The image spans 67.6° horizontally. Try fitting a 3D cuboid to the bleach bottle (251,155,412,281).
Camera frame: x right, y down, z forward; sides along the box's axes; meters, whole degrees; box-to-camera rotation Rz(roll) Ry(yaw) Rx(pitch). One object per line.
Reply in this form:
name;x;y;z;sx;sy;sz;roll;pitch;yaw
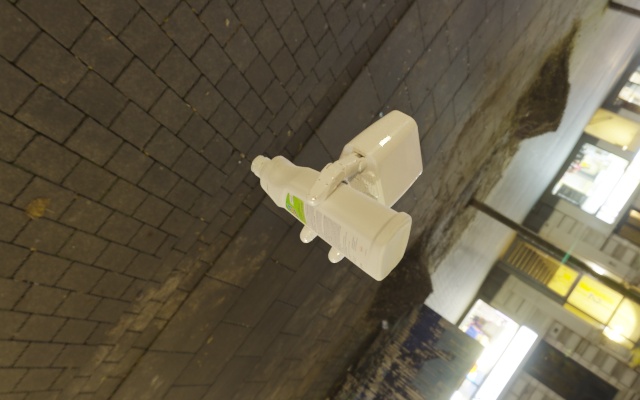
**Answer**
bleach bottle;0.000;0.002;0.653;0.250;0.103;0.068;34;58;26
